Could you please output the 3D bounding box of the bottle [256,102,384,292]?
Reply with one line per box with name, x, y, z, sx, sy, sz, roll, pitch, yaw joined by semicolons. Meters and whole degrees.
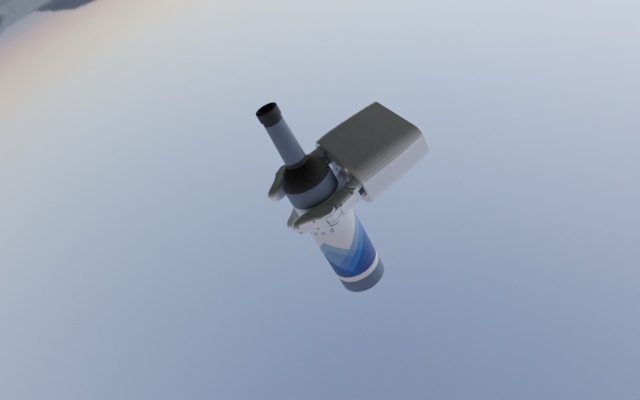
bottle;0.000;0.002;0.625;0.069;0.296;0.069;-21;34;15
